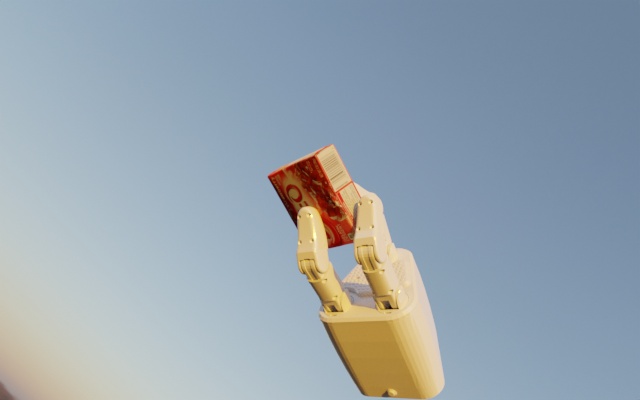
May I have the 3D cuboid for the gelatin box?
[{"bbox_3d":[0.000,0.001,0.444,0.073,0.089,0.030,-18,13,47],"label":"gelatin box"}]
